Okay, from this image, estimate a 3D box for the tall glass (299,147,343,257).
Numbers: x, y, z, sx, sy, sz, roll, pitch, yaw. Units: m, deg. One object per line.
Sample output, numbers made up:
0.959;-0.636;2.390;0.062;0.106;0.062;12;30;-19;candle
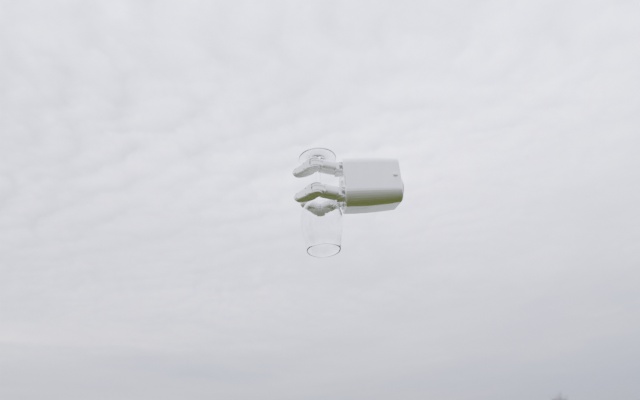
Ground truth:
0.000;0.002;0.899;0.079;0.201;0.079;-3;-29;-2;tall glass
